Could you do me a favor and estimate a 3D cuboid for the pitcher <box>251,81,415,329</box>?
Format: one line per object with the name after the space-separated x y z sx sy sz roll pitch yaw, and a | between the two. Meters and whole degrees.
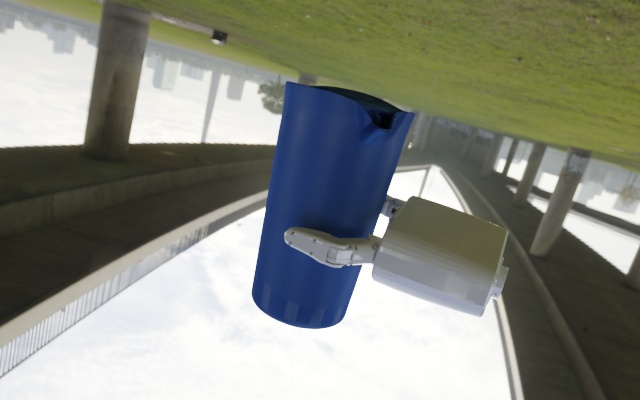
0.000 0.002 0.513 0.145 0.243 0.149 19 13 20 | pitcher
